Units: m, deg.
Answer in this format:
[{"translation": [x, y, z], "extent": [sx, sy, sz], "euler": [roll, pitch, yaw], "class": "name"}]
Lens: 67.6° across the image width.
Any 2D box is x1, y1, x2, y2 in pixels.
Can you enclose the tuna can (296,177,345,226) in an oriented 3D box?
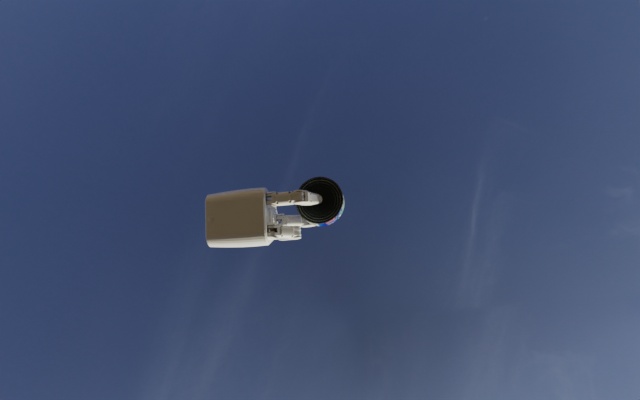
[{"translation": [0.000, 0.003, 0.857], "extent": [0.086, 0.086, 0.034], "euler": [0, -13, 10], "class": "tuna can"}]
